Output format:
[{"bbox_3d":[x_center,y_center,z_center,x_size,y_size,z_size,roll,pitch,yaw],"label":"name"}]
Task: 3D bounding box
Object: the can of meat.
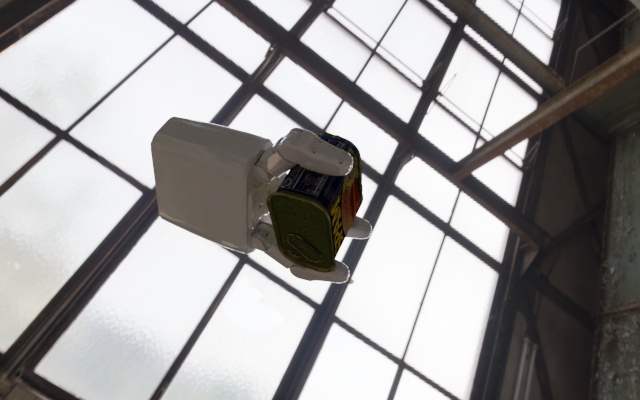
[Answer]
[{"bbox_3d":[0.000,0.001,0.436,0.057,0.084,0.102,15,-37,19],"label":"can of meat"}]
